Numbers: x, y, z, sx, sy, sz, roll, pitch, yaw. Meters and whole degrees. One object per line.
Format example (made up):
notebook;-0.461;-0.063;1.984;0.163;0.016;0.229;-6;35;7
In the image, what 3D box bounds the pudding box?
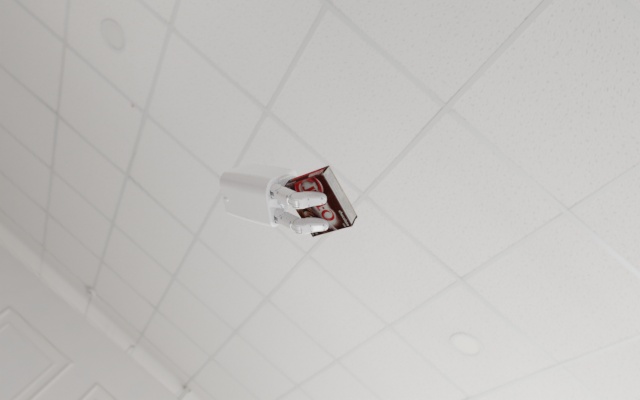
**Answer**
pudding box;0.000;0.003;0.845;0.090;0.113;0.039;-18;24;35
